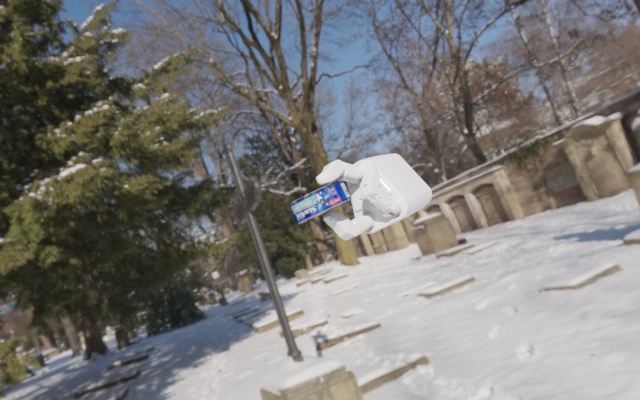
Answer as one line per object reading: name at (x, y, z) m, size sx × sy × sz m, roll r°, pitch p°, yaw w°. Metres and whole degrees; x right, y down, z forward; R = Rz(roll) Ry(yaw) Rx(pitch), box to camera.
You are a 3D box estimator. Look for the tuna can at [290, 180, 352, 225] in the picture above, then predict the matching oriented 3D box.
tuna can at (0.000, 0.002, 0.690) m, size 0.086 × 0.034 × 0.086 m, roll -26°, pitch -1°, yaw -1°
